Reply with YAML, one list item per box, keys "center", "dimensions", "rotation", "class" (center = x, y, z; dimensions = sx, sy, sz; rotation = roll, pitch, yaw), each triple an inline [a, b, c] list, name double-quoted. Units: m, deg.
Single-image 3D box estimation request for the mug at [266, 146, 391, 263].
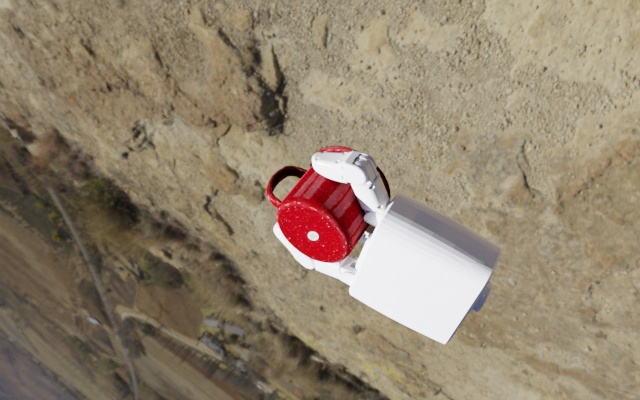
- center: [-0.001, 0.001, 0.474]
  dimensions: [0.117, 0.093, 0.081]
  rotation: [27, 51, 15]
  class: "mug"
